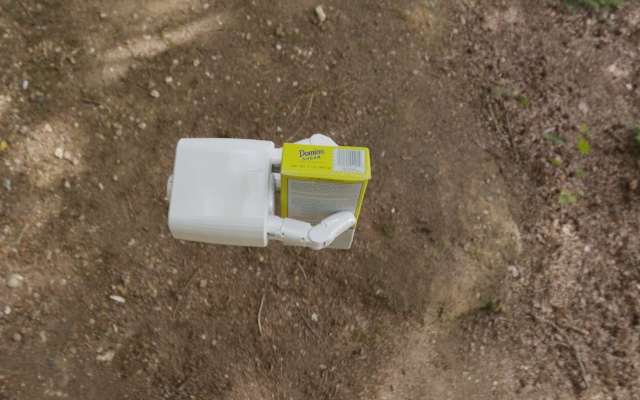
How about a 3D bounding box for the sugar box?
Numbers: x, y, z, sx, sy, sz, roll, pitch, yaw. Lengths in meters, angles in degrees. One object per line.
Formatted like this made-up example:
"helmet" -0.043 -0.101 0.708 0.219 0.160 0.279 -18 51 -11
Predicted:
"sugar box" 0.000 0.001 0.565 0.093 0.048 0.176 4 -27 -3
